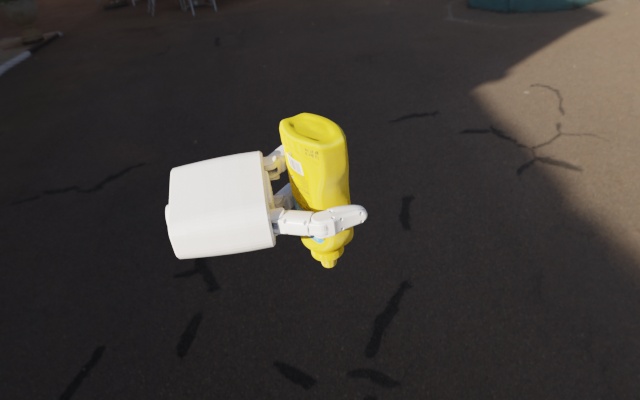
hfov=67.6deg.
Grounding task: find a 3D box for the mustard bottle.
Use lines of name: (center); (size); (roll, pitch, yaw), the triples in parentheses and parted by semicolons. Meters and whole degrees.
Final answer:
mustard bottle: (0.000, 0.002, 0.557); (0.058, 0.192, 0.096); (-24, 36, -23)
